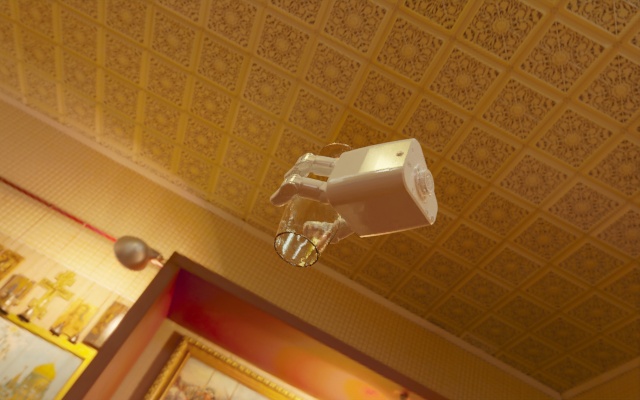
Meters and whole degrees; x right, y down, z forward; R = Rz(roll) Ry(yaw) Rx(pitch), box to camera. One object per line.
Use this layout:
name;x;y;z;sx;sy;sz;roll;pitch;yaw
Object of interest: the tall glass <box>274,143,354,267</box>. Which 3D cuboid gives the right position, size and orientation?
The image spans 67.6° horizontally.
tall glass;0.000;0.002;0.680;0.079;0.079;0.201;0;38;24
